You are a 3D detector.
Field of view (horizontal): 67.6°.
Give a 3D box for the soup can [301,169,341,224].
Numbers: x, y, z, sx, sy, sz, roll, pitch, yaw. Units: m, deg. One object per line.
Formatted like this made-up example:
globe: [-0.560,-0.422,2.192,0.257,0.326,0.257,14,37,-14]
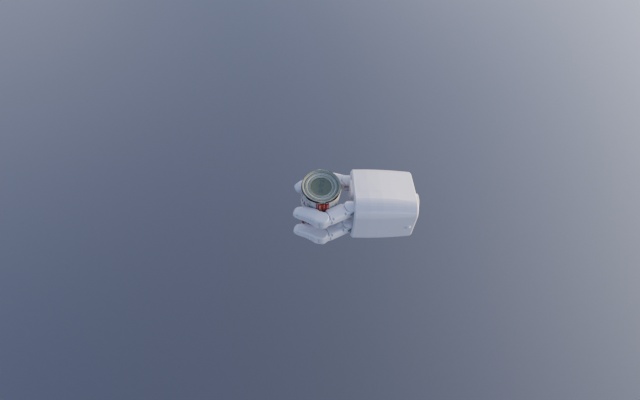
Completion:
soup can: [0.000,0.002,0.817,0.068,0.068,0.102,0,-32,-2]
